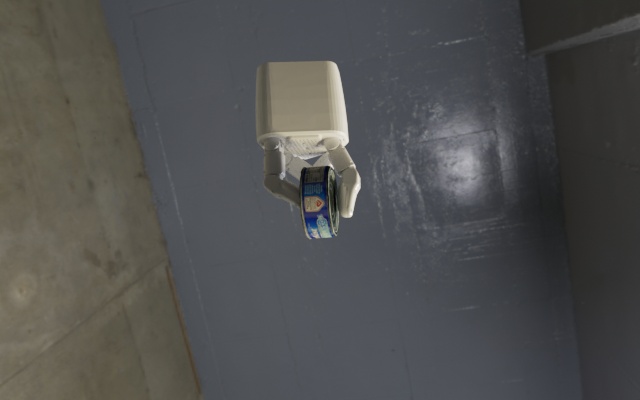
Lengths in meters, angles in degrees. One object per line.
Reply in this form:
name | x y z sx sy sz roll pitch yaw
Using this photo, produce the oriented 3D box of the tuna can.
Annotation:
tuna can | 0.001 0.002 0.563 0.034 0.086 0.086 -4 -1 9
